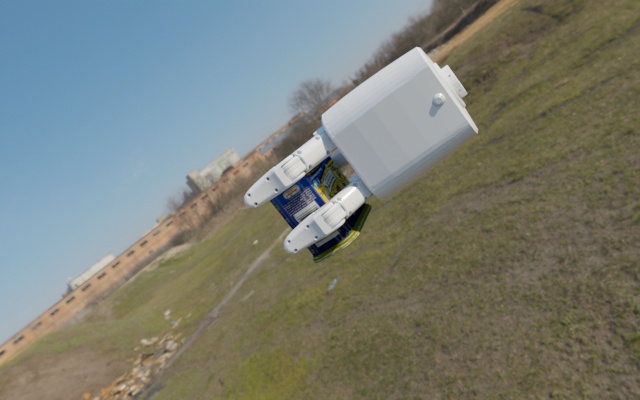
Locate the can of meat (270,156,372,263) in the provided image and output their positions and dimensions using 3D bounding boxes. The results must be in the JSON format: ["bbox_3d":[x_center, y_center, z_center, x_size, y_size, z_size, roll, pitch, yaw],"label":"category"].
[{"bbox_3d":[0.000,0.001,0.488,0.057,0.084,0.102,-34,8,25],"label":"can of meat"}]
